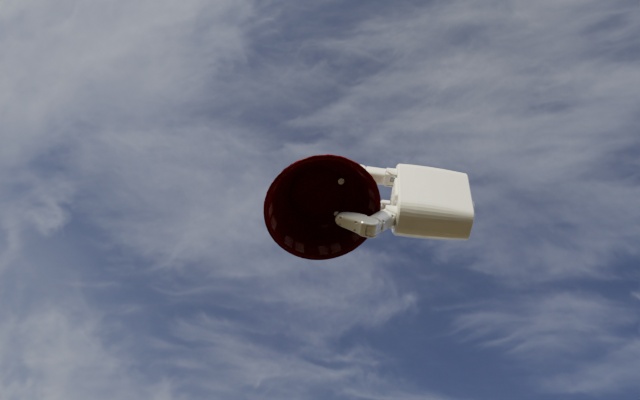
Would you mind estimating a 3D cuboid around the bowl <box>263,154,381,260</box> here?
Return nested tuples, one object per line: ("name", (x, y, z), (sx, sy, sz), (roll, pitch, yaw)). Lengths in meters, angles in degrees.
("bowl", (-0.001, 0.002, 0.670), (0.162, 0.162, 0.055), (0, 27, -9))
